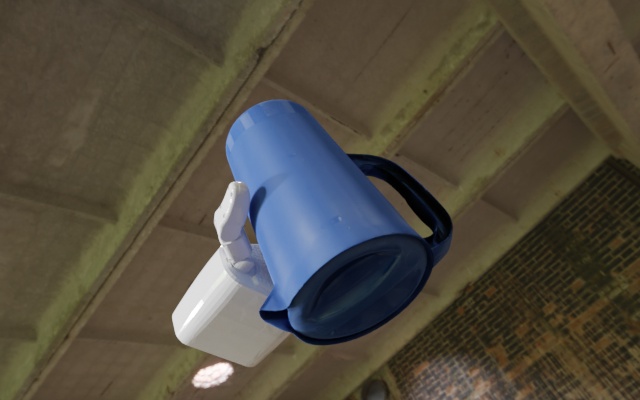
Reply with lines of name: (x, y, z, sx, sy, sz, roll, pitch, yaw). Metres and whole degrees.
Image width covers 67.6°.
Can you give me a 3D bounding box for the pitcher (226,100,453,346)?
pitcher: (0.000, 0.002, 0.467, 0.149, 0.145, 0.242, 19, 28, -41)
